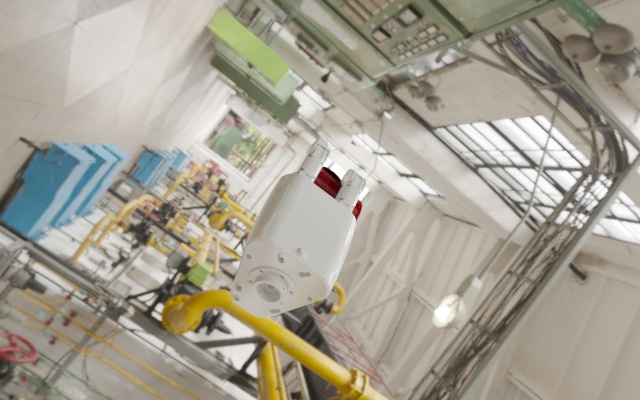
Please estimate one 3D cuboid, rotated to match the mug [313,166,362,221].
[{"bbox_3d":[0.001,0.001,0.599,0.093,0.081,0.117,-42,14,38],"label":"mug"}]
